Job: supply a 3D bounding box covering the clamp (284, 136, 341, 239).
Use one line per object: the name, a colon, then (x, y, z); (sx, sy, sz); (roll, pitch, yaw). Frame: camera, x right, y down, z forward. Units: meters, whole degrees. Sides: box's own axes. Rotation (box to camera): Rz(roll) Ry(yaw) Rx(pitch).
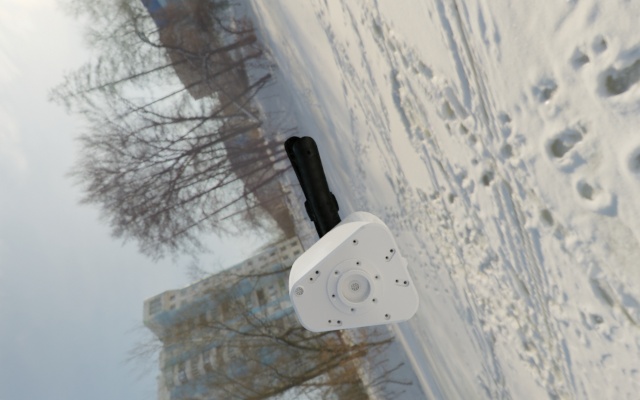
clamp: (0.000, 0.002, 0.537); (0.039, 0.171, 0.120); (-23, 2, 0)
